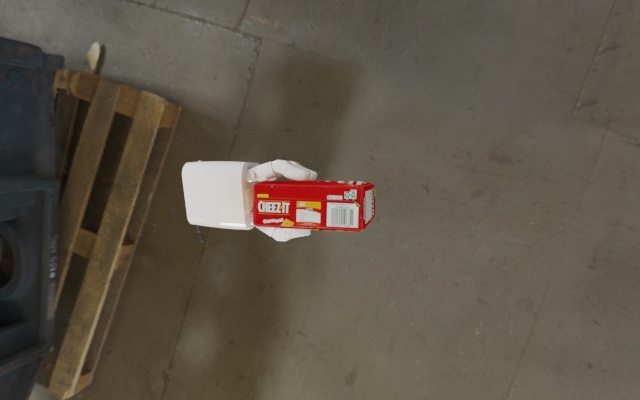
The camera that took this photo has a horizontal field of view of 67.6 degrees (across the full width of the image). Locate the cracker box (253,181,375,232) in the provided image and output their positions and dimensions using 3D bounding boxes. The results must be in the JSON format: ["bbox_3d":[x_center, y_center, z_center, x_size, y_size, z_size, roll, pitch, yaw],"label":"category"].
[{"bbox_3d":[0.000,0.003,0.779,0.164,0.072,0.213,2,4,11],"label":"cracker box"}]
